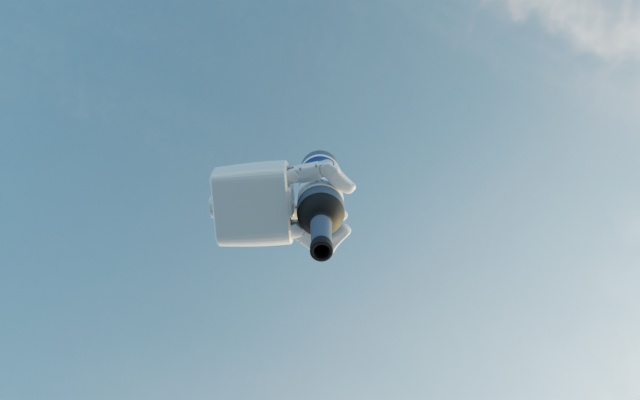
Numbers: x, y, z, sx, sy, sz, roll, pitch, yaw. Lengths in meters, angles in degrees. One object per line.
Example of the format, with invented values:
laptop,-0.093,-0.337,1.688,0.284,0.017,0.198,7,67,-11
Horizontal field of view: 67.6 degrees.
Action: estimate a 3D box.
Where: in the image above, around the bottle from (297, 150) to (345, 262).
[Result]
bottle,0.000,0.002,0.687,0.069,0.069,0.295,0,23,0
